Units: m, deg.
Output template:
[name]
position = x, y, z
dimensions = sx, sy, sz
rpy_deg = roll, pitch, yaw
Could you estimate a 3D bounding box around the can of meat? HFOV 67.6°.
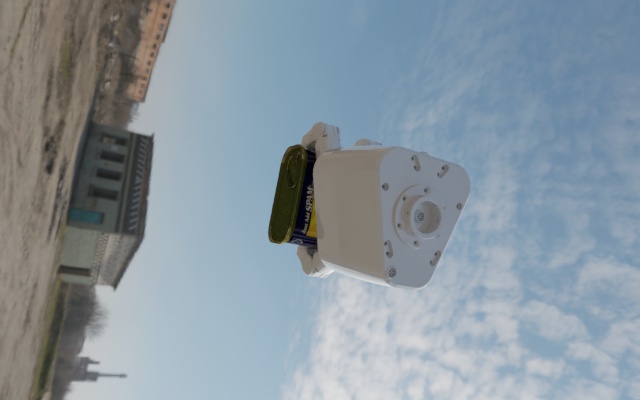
[can of meat]
position = 0.000, 0.002, 0.498
dimensions = 0.084, 0.102, 0.057
rpy_deg = 13, -6, -25
